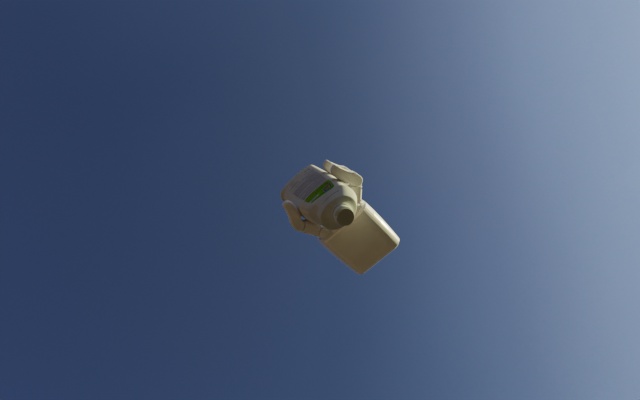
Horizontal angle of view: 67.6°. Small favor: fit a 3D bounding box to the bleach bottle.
[{"bbox_3d":[0.000,0.003,0.849,0.068,0.102,0.250,45,-1,-20],"label":"bleach bottle"}]
